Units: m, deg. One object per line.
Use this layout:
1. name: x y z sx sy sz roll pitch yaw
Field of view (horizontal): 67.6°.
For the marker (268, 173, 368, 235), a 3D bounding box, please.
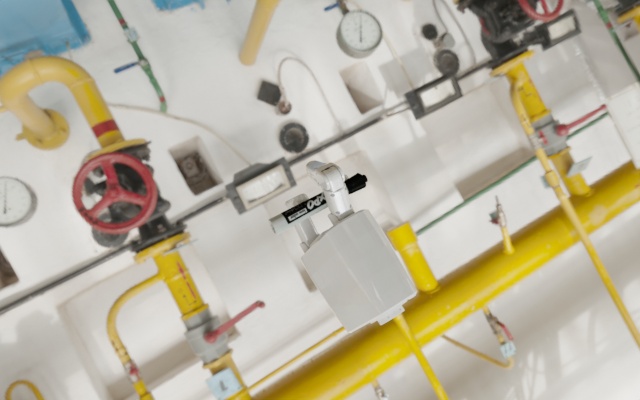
1. marker: 0.000 0.002 0.523 0.121 0.020 0.020 -28 8 -16
